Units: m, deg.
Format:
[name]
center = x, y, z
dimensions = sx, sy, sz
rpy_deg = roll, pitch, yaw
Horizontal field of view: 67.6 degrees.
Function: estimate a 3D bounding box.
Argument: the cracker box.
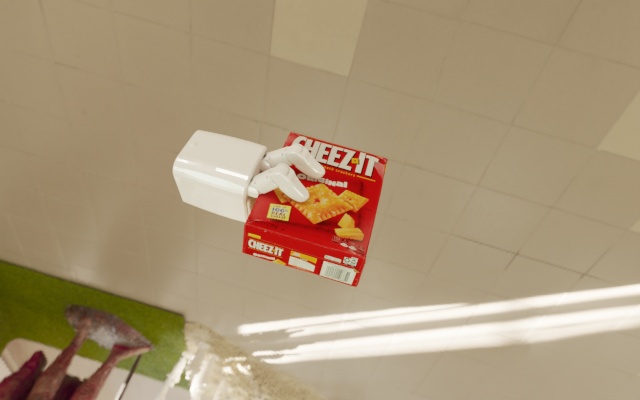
[cracker box]
center = 0.000, 0.003, 0.692
dimensions = 0.164, 0.072, 0.213
rpy_deg = 16, 45, 3
